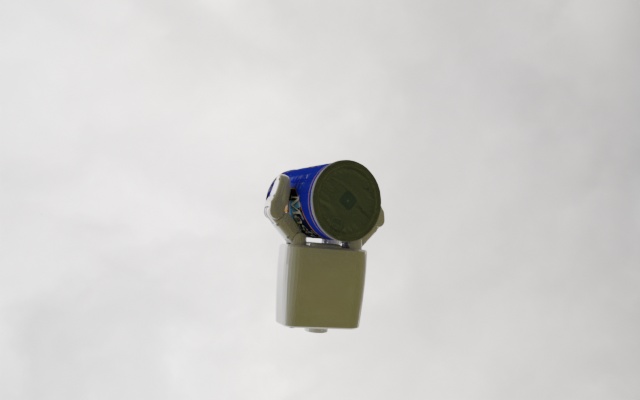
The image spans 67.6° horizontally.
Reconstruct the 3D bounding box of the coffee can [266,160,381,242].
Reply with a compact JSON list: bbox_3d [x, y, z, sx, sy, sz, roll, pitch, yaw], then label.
[{"bbox_3d":[0.000,0.002,0.653,0.103,0.103,0.140,0,-1,-30],"label":"coffee can"}]
